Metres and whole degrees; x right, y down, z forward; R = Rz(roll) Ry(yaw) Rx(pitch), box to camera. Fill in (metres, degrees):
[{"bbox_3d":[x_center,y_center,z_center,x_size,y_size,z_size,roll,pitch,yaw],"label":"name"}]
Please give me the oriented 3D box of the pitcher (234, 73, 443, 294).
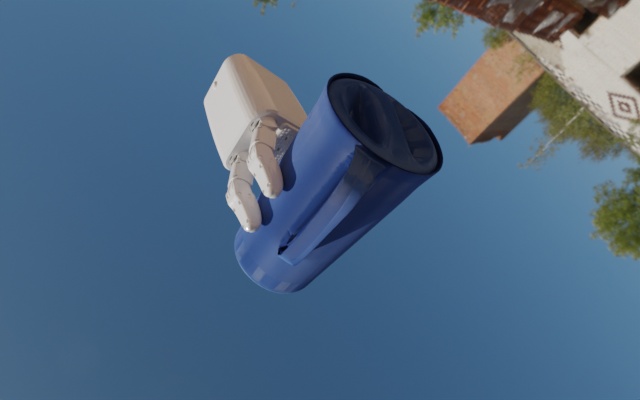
[{"bbox_3d":[0.000,0.001,0.504,0.149,0.145,0.243,1,-39,-41],"label":"pitcher"}]
